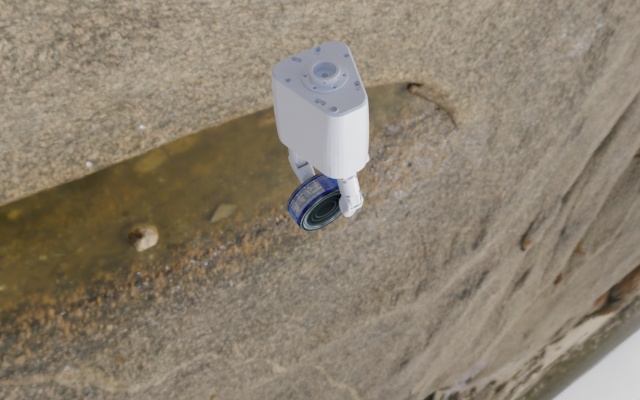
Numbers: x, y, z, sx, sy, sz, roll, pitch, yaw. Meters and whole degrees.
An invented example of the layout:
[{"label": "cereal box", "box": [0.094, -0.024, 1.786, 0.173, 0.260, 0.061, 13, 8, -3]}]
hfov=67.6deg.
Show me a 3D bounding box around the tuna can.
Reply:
[{"label": "tuna can", "box": [0.000, 0.003, 0.635, 0.086, 0.033, 0.086, -29, -26, -16]}]
